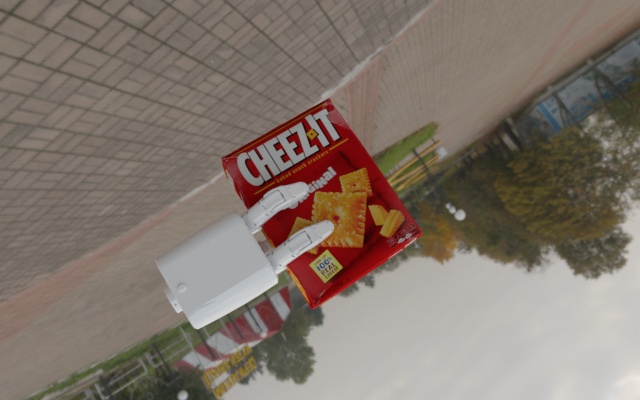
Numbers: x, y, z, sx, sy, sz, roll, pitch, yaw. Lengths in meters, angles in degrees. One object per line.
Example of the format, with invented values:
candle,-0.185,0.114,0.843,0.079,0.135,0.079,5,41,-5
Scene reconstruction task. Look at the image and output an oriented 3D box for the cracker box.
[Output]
cracker box,0.000,0.002,0.604,0.164,0.213,0.072,-32,-8,-13
